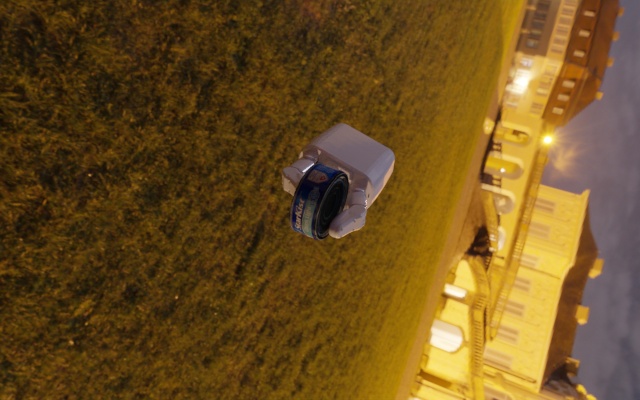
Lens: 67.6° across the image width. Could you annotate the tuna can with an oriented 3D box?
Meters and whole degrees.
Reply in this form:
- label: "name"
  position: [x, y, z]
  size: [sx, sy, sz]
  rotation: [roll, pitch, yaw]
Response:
- label: "tuna can"
  position: [0.001, 0.002, 0.550]
  size: [0.033, 0.086, 0.086]
  rotation: [21, 8, 20]
